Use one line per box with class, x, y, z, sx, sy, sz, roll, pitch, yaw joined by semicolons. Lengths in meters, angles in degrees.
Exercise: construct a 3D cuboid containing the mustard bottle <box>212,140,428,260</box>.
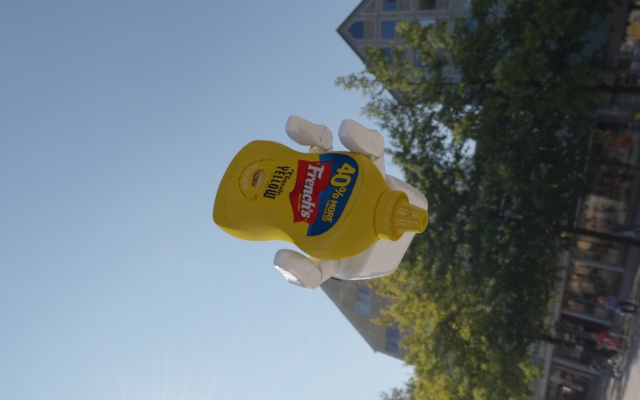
mustard bottle;0.000;0.001;0.416;0.191;0.096;0.058;11;-24;31
